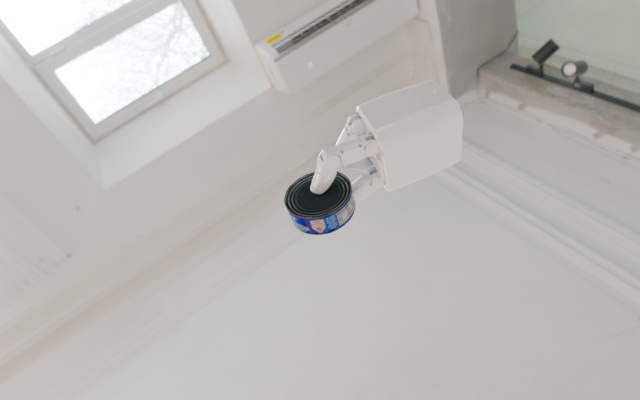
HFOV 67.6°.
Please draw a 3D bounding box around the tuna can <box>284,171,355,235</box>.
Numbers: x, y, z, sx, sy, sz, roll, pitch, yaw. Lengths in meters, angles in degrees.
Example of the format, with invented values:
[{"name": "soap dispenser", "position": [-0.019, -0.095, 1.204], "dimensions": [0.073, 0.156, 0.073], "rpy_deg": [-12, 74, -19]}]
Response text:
[{"name": "tuna can", "position": [0.000, 0.002, 0.598], "dimensions": [0.086, 0.034, 0.086], "rpy_deg": [-10, 42, 9]}]
